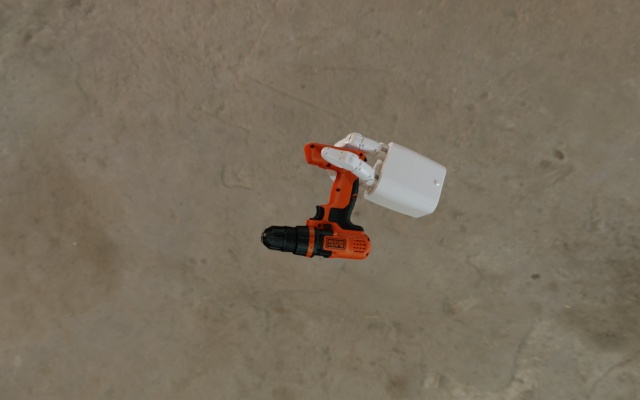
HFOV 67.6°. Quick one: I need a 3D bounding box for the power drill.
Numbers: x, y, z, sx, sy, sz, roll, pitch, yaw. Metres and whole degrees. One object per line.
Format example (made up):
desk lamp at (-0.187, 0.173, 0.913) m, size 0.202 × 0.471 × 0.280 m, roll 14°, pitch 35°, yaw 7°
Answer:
power drill at (0.000, 0.002, 0.799) m, size 0.184 × 0.187 × 0.057 m, roll 7°, pitch -5°, yaw -15°
